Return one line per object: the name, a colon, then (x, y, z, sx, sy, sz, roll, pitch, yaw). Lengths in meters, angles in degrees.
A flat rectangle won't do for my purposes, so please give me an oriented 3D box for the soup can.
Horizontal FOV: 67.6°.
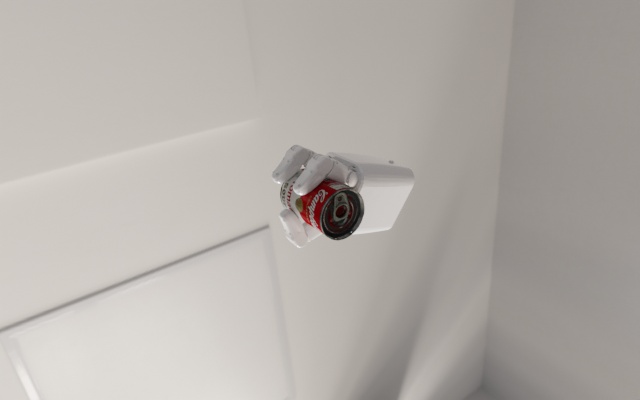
soup can: (0.000, 0.002, 0.628, 0.068, 0.068, 0.102, 0, 18, -36)
